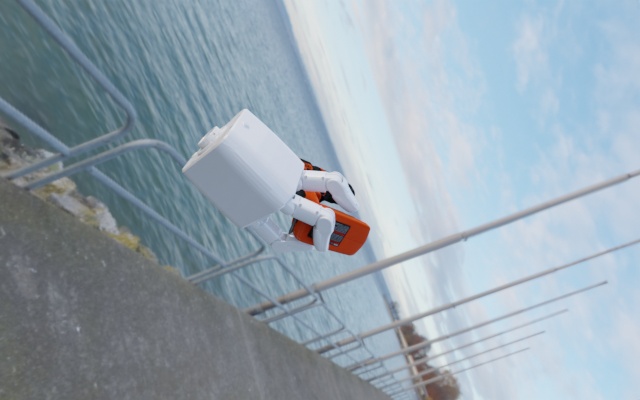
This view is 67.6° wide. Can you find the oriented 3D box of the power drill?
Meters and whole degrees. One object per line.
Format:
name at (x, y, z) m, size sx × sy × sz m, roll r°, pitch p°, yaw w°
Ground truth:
power drill at (0.000, 0.002, 0.699) m, size 0.184 × 0.057 × 0.187 m, roll 18°, pitch 20°, yaw -30°
